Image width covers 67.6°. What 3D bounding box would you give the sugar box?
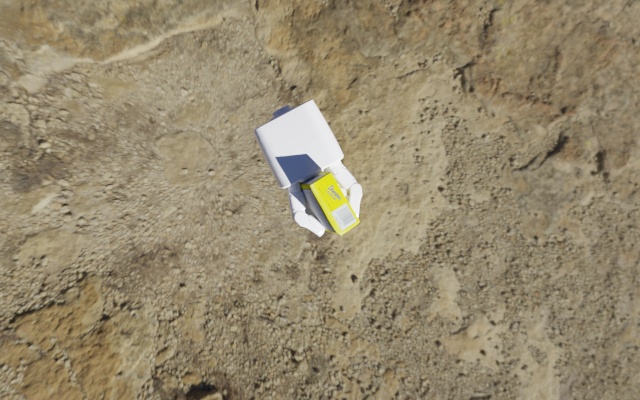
[{"bbox_3d":[0.001,0.002,0.805,0.048,0.093,0.176,-32,10,-10],"label":"sugar box"}]
